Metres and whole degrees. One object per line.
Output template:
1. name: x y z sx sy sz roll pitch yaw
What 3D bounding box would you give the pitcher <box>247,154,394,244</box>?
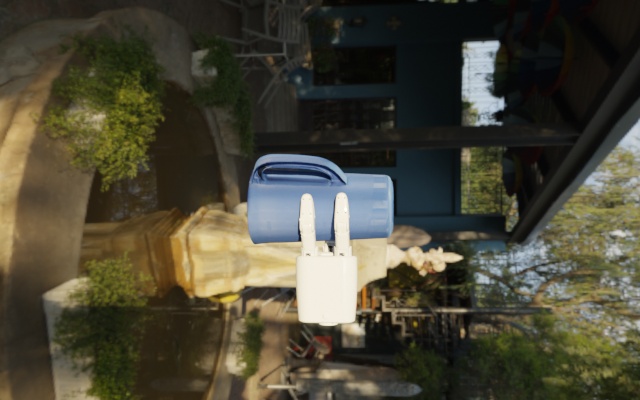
1. pitcher: 0.000 0.003 0.815 0.243 0.145 0.149 0 -5 5
